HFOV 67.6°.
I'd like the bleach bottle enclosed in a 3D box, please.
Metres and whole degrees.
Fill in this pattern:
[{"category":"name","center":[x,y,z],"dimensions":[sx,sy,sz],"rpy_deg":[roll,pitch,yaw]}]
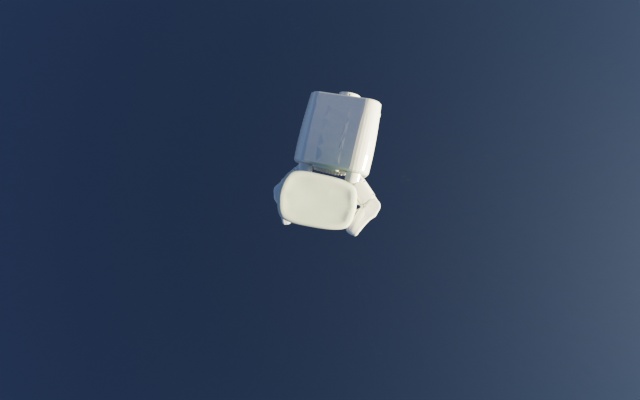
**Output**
[{"category":"bleach bottle","center":[0.000,0.002,0.713],"dimensions":[0.102,0.068,0.251],"rpy_deg":[11,-1,1]}]
